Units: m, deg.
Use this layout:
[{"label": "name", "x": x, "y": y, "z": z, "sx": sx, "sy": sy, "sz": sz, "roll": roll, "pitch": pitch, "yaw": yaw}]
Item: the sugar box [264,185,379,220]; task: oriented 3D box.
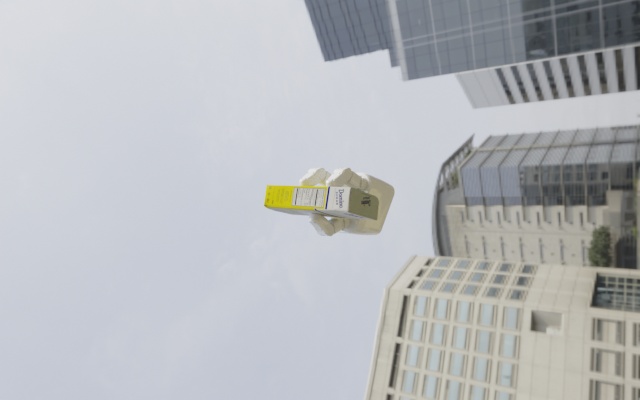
[{"label": "sugar box", "x": 0.000, "y": 0.002, "z": 0.802, "sx": 0.176, "sy": 0.048, "sz": 0.093, "roll": 0, "pitch": -10, "yaw": 35}]
